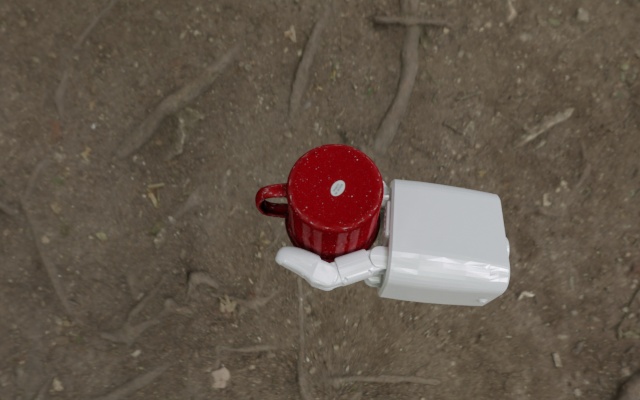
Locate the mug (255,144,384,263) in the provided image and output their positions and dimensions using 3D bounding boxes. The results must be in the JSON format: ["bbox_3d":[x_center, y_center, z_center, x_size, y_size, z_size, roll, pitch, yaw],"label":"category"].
[{"bbox_3d":[-0.001,0.001,0.427,0.117,0.093,0.081,5,-22,2],"label":"mug"}]
